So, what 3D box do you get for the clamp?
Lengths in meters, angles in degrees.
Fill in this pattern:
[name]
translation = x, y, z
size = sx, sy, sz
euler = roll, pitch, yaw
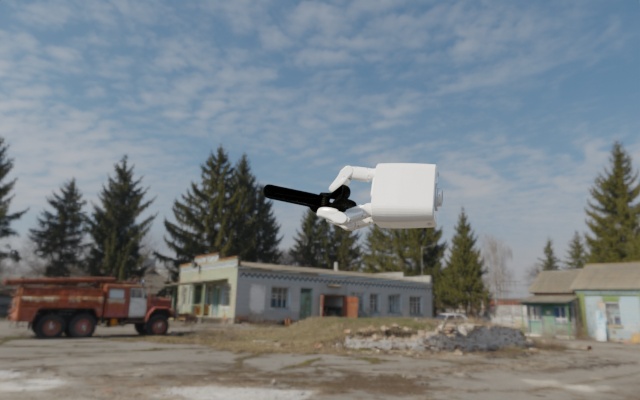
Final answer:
[clamp]
translation = 0.001, 0.002, 0.895
size = 0.164, 0.036, 0.210
euler = 4, -11, 20
